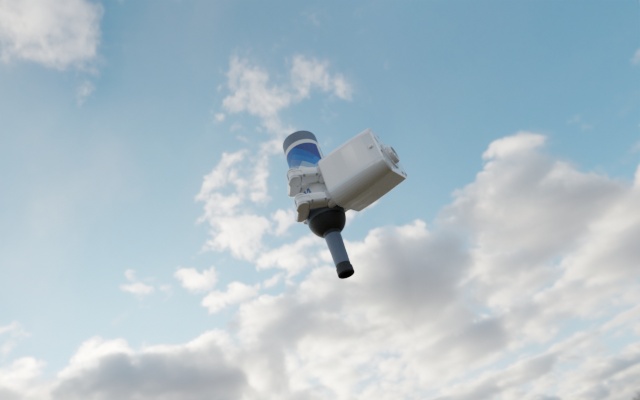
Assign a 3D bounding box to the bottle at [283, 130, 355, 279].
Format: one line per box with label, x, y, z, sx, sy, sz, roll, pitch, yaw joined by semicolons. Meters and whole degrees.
bottle;0.000;0.003;0.823;0.069;0.295;0.069;-13;-37;-10
